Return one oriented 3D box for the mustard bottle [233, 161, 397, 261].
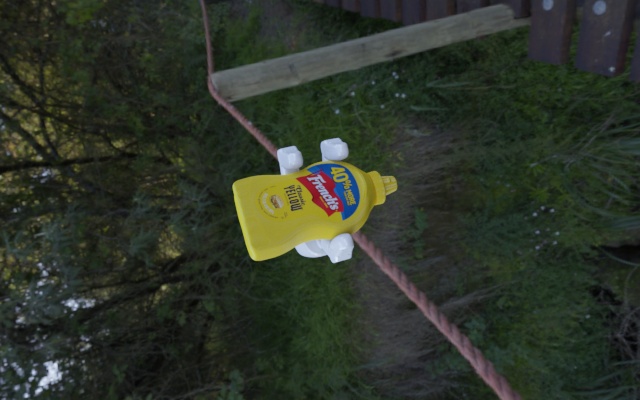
[{"bbox_3d":[0.000,0.002,0.563,0.191,0.096,0.058,-14,-30,-13],"label":"mustard bottle"}]
